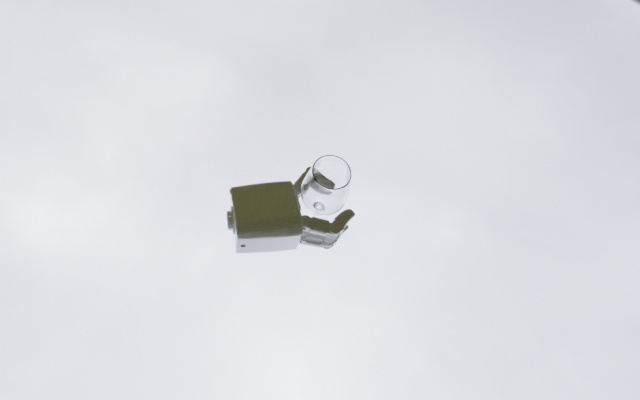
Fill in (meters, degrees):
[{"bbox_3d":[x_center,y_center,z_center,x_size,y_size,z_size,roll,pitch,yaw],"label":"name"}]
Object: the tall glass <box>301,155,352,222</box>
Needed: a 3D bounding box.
[{"bbox_3d":[0.000,0.003,0.809,0.079,0.079,0.201,0,-28,-12],"label":"tall glass"}]
